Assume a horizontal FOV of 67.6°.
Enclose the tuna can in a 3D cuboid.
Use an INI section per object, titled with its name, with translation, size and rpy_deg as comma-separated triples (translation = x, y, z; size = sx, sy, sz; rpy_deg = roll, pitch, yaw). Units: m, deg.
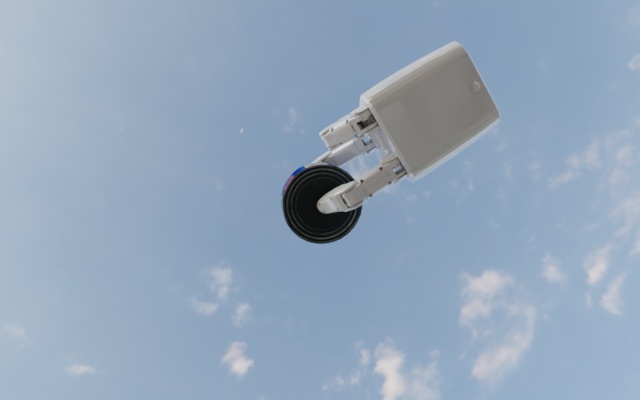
[tuna can]
translation = 0.000, 0.002, 0.519
size = 0.086, 0.086, 0.033
rpy_deg = 0, 10, -9
